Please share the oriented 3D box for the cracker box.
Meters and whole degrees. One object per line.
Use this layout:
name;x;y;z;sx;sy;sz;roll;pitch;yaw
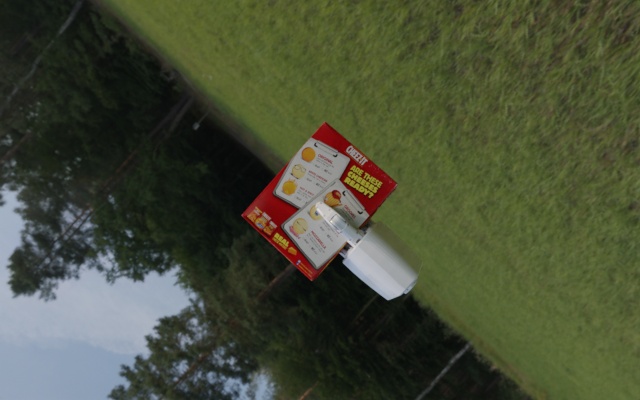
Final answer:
cracker box;0.000;0.003;0.816;0.164;0.213;0.072;42;1;7
